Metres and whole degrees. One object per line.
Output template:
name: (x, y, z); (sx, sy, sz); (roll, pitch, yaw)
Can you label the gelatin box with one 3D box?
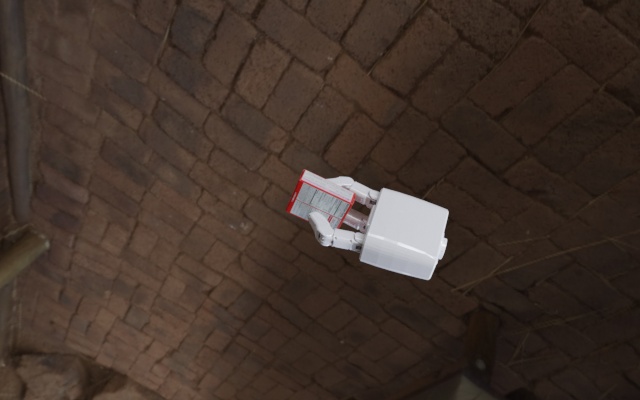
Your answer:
gelatin box: (0.000, 0.003, 0.729); (0.089, 0.073, 0.030); (24, 43, -3)
